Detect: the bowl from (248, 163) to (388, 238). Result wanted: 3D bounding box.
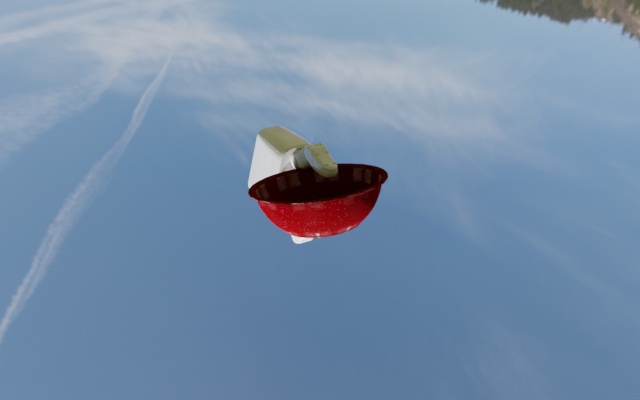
[{"bbox_3d":[0.000,0.003,0.556,0.162,0.055,0.162,-7,16,2],"label":"bowl"}]
